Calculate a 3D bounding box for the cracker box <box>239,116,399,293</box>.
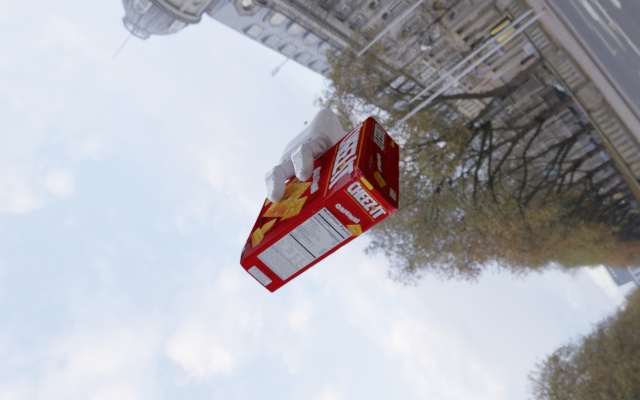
[{"bbox_3d":[0.000,0.002,0.631,0.214,0.072,0.164,-37,20,27],"label":"cracker box"}]
